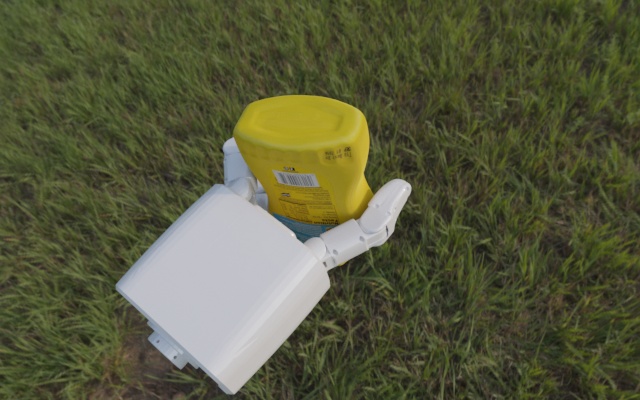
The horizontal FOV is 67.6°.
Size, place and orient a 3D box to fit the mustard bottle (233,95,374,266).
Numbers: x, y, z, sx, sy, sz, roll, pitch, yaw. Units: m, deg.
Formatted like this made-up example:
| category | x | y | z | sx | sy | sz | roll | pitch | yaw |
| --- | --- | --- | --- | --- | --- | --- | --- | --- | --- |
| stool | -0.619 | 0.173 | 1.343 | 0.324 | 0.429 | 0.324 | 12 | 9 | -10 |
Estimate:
| category | x | y | z | sx | sy | sz | roll | pitch | yaw |
| --- | --- | --- | --- | --- | --- | --- | --- | --- | --- |
| mustard bottle | 0.000 | 0.001 | 0.407 | 0.096 | 0.058 | 0.192 | 6 | -36 | 18 |
